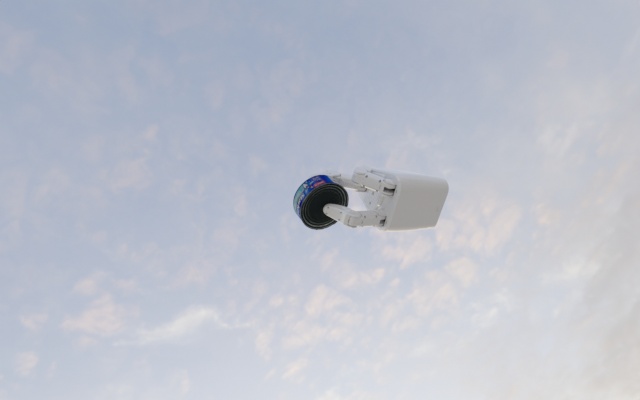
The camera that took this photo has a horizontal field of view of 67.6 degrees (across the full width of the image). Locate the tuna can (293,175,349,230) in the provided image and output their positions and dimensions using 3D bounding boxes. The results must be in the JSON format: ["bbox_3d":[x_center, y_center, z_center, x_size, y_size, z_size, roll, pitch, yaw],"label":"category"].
[{"bbox_3d":[0.000,0.002,0.763,0.086,0.086,0.033,0,30,-31],"label":"tuna can"}]
